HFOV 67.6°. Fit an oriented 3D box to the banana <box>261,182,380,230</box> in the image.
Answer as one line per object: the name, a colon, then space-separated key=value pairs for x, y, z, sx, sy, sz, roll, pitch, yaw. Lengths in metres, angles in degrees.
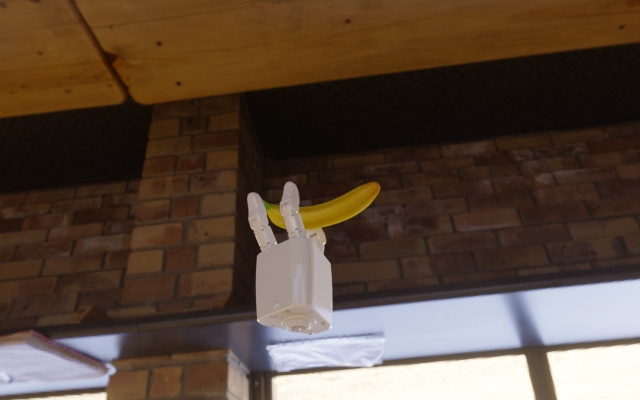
banana: x=0.001 y=0.014 z=0.761 sx=0.198 sy=0.037 sz=0.070 roll=-9 pitch=-40 yaw=10
